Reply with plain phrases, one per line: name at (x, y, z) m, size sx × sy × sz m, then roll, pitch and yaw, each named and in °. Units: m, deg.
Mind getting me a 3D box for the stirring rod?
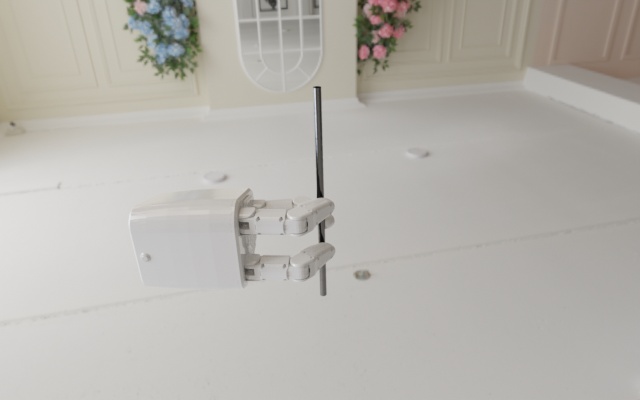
stirring rod at (0.000, 0.002, 0.499) m, size 0.011 × 0.240 × 0.011 m, roll -1°, pitch 27°, yaw 1°
